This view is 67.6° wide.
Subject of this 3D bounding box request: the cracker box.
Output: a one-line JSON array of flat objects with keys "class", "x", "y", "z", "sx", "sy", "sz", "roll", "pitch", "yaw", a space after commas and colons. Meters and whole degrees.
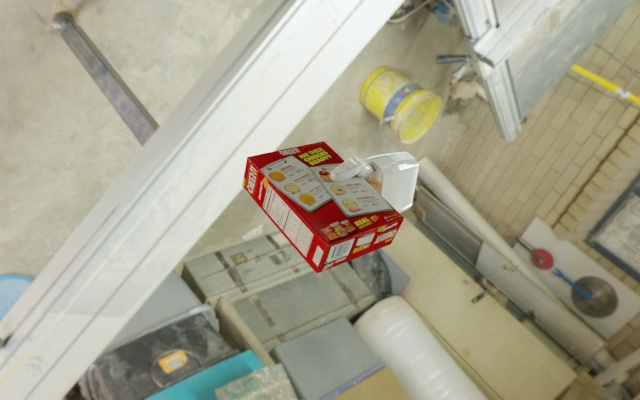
[{"class": "cracker box", "x": 0.000, "y": 0.002, "z": 0.765, "sx": 0.164, "sy": 0.072, "sz": 0.213, "roll": -17, "pitch": 50, "yaw": -38}]
